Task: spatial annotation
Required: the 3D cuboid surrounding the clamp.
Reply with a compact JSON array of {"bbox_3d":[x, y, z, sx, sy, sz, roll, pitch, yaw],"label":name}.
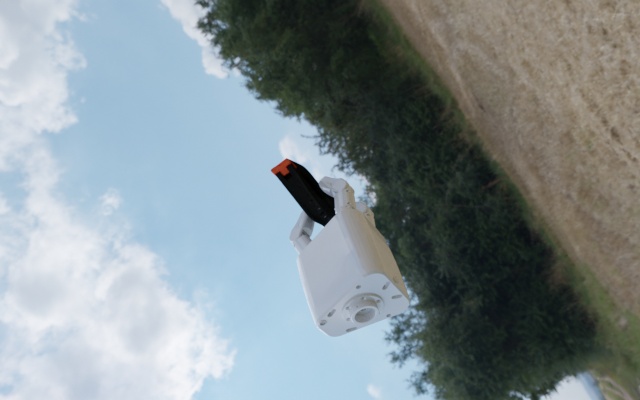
[{"bbox_3d":[-0.001,0.003,0.684,0.036,0.164,0.210,-36,-52,10],"label":"clamp"}]
